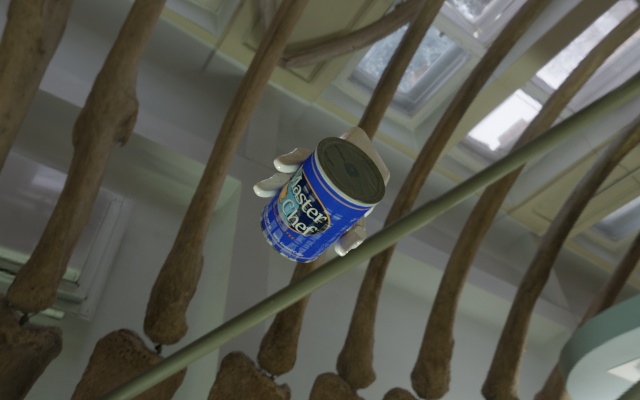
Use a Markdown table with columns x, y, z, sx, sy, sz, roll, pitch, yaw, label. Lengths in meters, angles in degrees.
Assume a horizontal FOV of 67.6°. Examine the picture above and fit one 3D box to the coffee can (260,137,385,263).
| x | y | z | sx | sy | sz | roll | pitch | yaw | label |
| --- | --- | --- | --- | --- | --- | --- | --- | --- | --- |
| 0.000 | 0.002 | 0.618 | 0.103 | 0.102 | 0.140 | 0 | -35 | -43 | coffee can |
